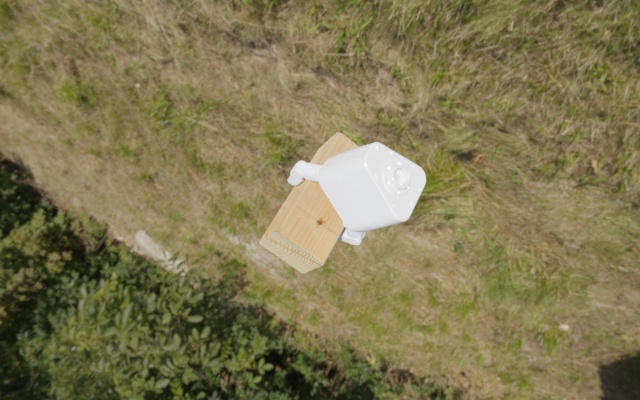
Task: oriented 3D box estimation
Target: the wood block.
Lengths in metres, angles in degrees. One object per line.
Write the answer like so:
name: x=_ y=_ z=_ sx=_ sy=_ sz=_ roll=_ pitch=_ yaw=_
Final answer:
wood block: x=0.000 y=0.002 z=0.776 sx=0.091 sy=0.206 sz=0.090 roll=37 pitch=-28 yaw=-11
